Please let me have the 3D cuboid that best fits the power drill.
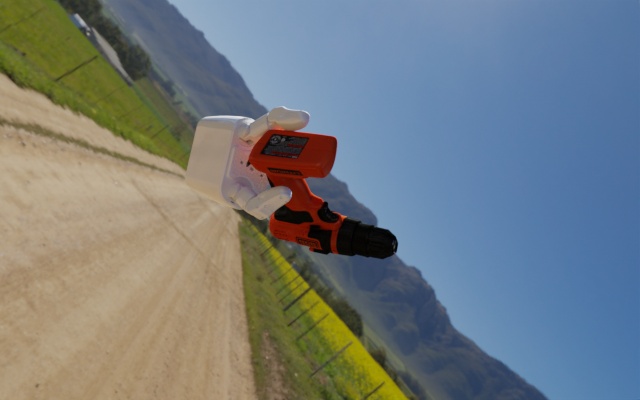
[{"bbox_3d":[0.000,0.002,0.598,0.184,0.057,0.188,8,-39,23],"label":"power drill"}]
